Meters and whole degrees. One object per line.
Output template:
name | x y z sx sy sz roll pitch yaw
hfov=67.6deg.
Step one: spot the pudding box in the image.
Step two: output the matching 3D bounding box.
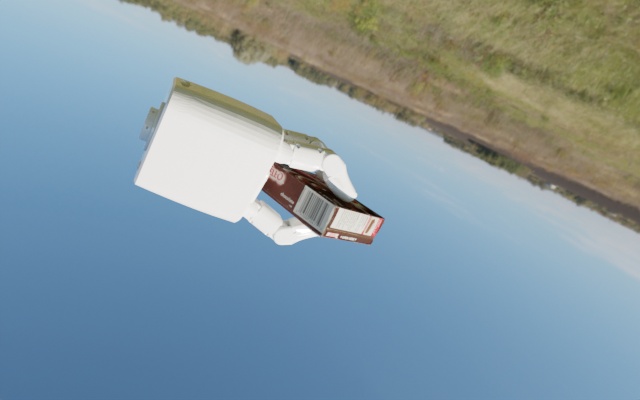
pudding box | 0.000 0.002 0.514 0.090 0.039 0.113 14 19 -50
